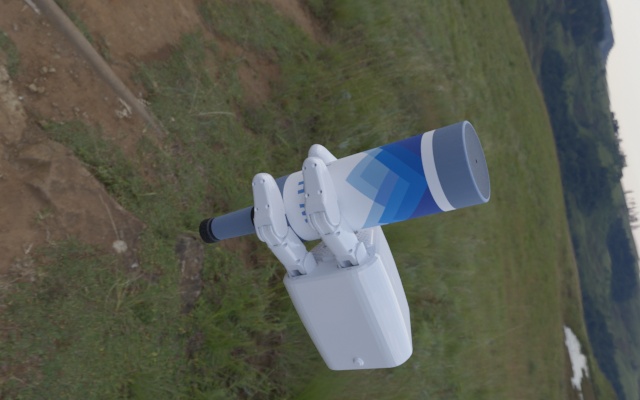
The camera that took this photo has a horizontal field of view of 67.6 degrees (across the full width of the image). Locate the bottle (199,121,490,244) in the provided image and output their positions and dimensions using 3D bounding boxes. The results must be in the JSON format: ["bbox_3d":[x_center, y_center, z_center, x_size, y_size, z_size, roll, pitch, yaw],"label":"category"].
[{"bbox_3d":[0.000,0.001,0.448,0.296,0.069,0.069,-15,-8,30],"label":"bottle"}]
